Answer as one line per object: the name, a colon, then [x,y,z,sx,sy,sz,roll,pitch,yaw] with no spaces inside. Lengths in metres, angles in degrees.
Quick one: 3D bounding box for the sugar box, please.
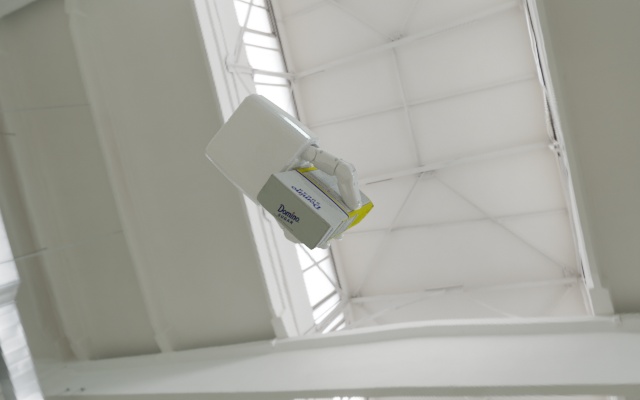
sugar box: [0.000,0.002,0.610,0.093,0.048,0.176,42,23,13]
